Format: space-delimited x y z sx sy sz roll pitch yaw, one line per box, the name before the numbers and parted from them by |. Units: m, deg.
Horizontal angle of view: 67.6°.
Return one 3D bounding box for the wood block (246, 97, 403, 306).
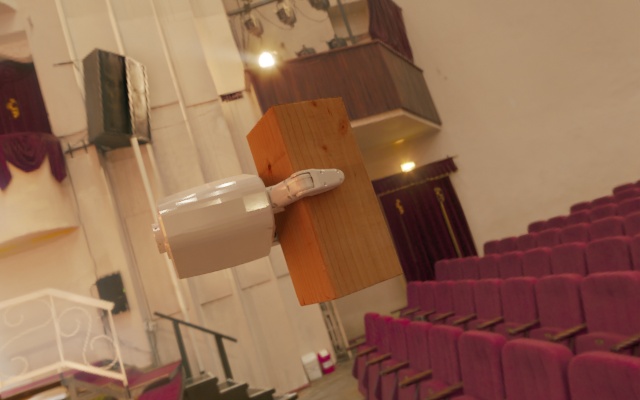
wood block | 0.000 0.002 0.531 0.090 0.206 0.091 -14 -8 -30
